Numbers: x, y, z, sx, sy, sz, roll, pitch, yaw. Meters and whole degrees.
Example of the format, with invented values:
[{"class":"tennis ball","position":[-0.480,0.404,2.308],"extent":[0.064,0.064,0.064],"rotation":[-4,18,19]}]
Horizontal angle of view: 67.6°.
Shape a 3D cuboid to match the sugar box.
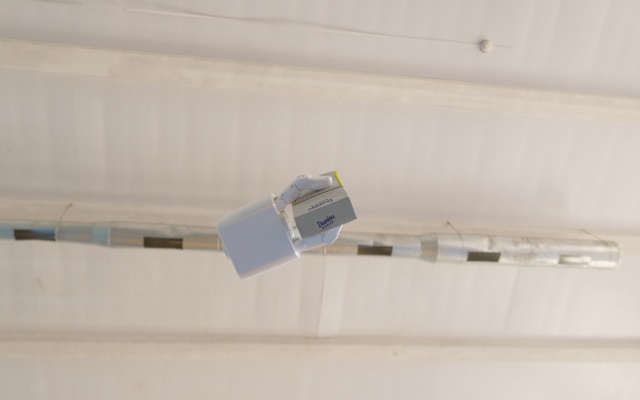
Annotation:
[{"class":"sugar box","position":[0.000,0.003,0.801],"extent":[0.093,0.048,0.176],"rotation":[-21,20,2]}]
